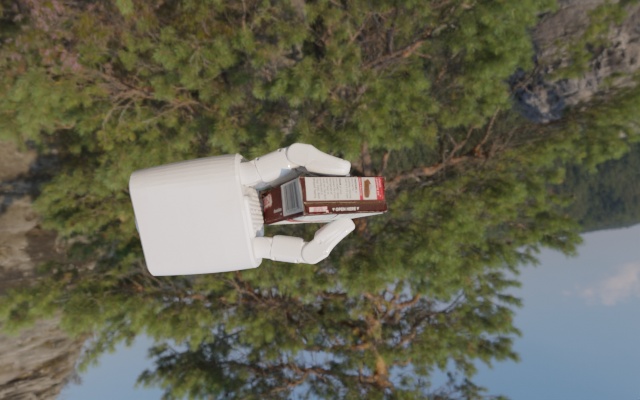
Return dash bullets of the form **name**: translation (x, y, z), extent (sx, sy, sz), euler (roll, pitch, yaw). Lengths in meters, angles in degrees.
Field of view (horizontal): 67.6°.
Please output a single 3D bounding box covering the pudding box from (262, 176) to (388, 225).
- **pudding box**: translation (0.000, 0.002, 0.480), extent (0.090, 0.039, 0.113), euler (-2, -5, -25)
